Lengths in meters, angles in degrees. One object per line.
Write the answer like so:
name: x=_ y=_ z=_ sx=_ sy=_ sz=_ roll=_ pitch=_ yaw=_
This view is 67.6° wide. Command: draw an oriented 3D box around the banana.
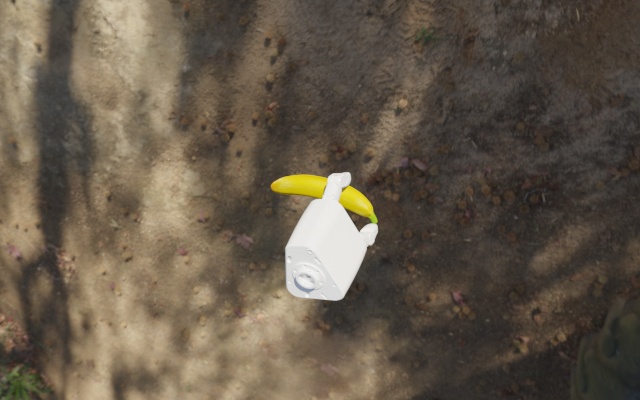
banana: x=0.006 y=-0.010 z=0.814 sx=0.198 sy=0.070 sz=0.037 roll=20 pitch=44 yaw=9
